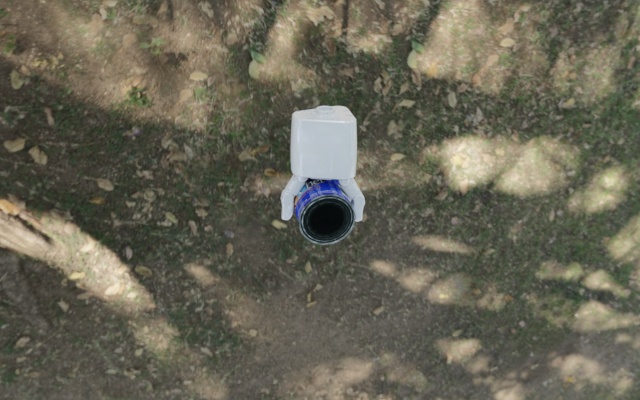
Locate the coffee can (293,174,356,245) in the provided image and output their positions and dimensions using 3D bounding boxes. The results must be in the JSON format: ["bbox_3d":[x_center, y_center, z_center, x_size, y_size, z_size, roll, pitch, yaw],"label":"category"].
[{"bbox_3d":[0.000,0.003,0.898,0.103,0.103,0.140,0,28,-12],"label":"coffee can"}]
